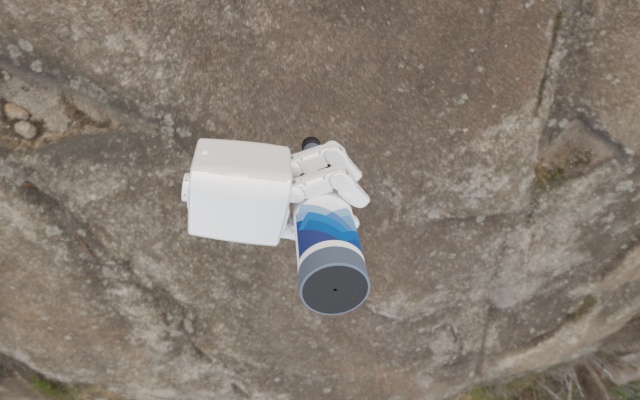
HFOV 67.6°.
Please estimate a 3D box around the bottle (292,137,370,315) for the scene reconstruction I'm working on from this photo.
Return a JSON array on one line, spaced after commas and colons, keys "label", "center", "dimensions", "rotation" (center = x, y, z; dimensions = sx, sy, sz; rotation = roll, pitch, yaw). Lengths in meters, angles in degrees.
[{"label": "bottle", "center": [0.000, 0.002, 0.564], "dimensions": [0.069, 0.069, 0.295], "rotation": [0, 34, -6]}]
